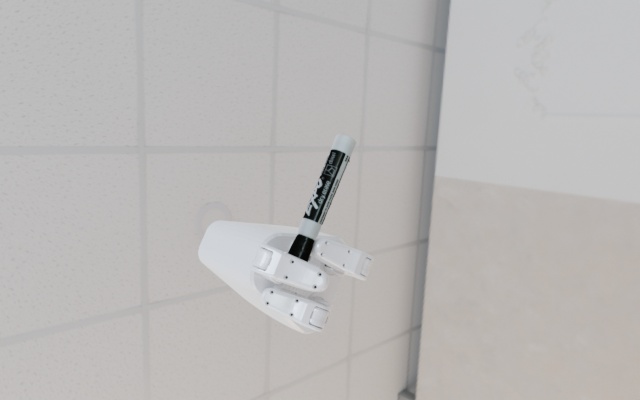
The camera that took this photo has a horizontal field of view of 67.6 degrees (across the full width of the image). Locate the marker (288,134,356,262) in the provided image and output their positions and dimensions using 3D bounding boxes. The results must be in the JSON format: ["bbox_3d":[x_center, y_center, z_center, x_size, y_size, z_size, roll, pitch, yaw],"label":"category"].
[{"bbox_3d":[0.000,0.001,0.402,0.020,0.121,0.020,21,-11,4],"label":"marker"}]
